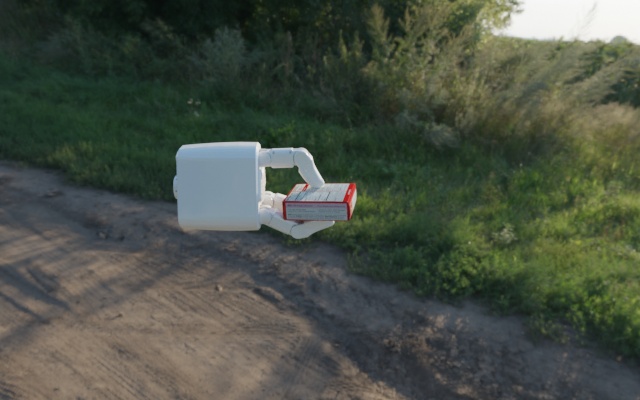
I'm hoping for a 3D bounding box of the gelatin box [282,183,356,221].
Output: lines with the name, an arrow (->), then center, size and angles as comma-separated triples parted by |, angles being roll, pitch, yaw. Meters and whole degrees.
gelatin box -> 0.000, 0.002, 0.641 | 0.089, 0.030, 0.073 | 0, 20, 11
